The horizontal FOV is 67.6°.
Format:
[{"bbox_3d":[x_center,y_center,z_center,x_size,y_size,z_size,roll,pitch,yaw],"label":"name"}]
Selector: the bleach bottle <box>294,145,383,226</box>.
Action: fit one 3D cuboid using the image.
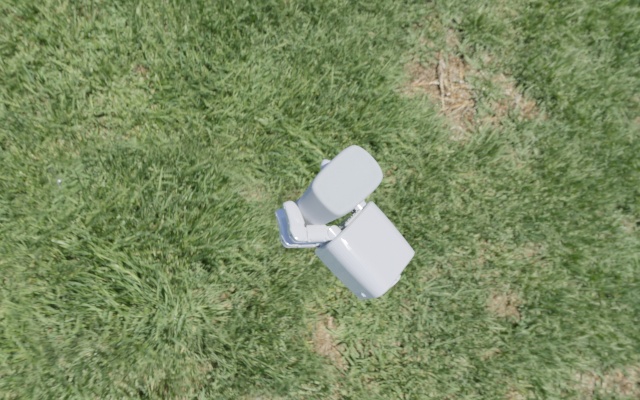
[{"bbox_3d":[0.000,0.002,0.731,0.102,0.068,0.251,-43,1,-21],"label":"bleach bottle"}]
